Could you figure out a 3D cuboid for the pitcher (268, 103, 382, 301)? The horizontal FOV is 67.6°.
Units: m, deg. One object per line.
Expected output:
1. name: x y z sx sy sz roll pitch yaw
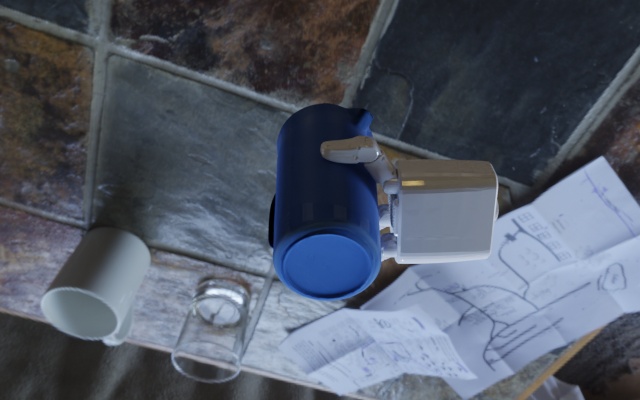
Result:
1. pitcher: 0.000 0.002 0.566 0.145 0.149 0.242 -1 36 1
